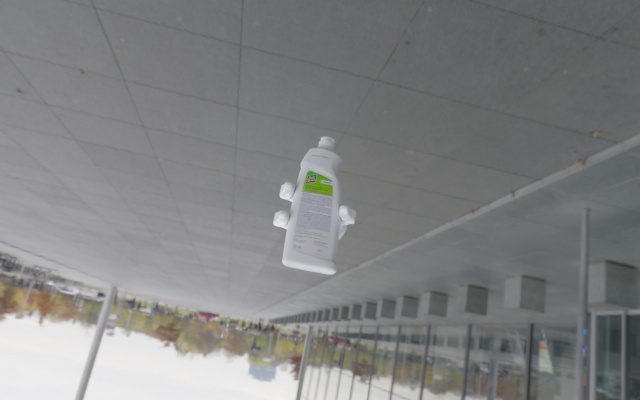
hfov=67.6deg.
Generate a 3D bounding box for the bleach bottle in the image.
[{"bbox_3d":[0.000,0.003,0.884,0.102,0.250,0.068,12,-16,-2],"label":"bleach bottle"}]
